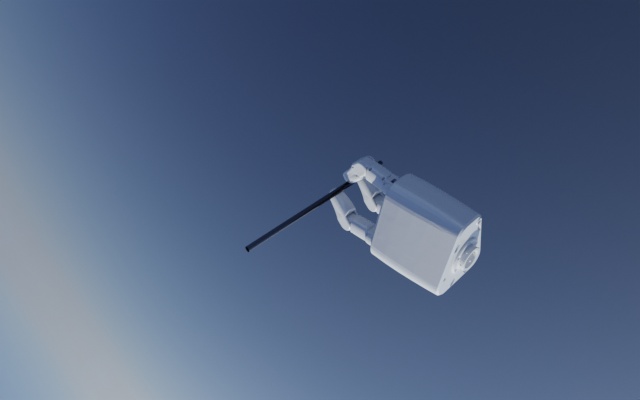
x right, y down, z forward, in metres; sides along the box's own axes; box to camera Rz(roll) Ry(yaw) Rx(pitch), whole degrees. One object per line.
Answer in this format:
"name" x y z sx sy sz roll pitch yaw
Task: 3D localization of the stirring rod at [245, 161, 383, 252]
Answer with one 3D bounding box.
"stirring rod" 0.000 0.002 0.629 0.239 0.011 0.011 -33 18 -30
